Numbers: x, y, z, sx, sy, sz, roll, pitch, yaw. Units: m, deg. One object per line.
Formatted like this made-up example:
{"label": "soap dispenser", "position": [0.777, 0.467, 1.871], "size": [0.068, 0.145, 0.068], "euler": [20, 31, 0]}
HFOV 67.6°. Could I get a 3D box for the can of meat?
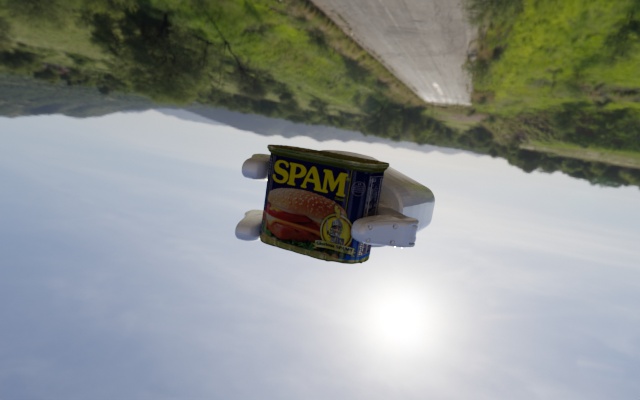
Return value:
{"label": "can of meat", "position": [0.000, 0.002, 0.406], "size": [0.102, 0.084, 0.057], "euler": [13, 11, 26]}
